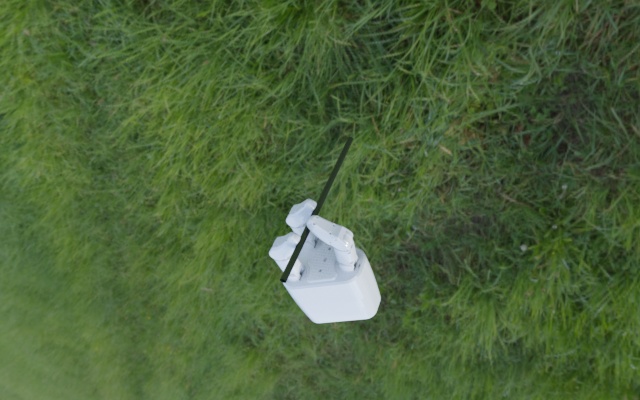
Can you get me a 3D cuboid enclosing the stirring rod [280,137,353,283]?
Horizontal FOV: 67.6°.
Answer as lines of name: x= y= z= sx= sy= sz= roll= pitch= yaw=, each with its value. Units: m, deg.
stirring rod: x=0.000 y=0.002 z=0.611 sx=0.011 sy=0.239 sz=0.011 roll=17 pitch=-35 yaw=12
